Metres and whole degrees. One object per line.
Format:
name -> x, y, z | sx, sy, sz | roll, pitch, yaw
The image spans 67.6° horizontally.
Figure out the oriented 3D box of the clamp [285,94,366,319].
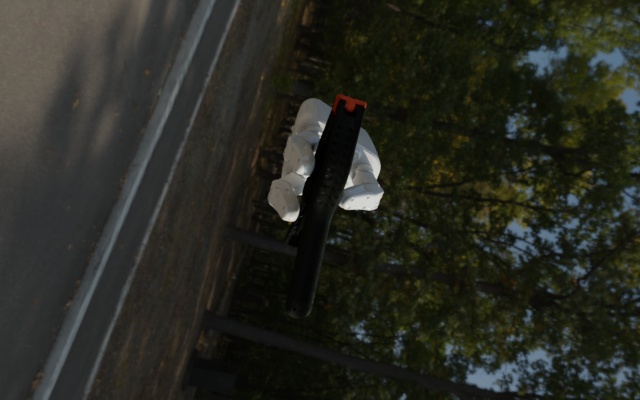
clamp -> 0.001, 0.001, 0.481 | 0.036, 0.210, 0.164 | 14, 26, -11
